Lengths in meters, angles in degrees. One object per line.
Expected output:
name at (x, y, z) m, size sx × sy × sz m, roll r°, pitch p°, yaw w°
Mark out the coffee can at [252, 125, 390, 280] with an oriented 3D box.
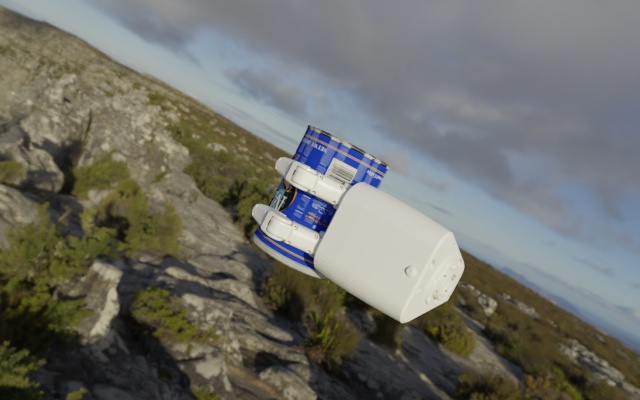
coffee can at (0.000, 0.002, 0.533) m, size 0.103 × 0.140 × 0.103 m, roll 27°, pitch 4°, yaw -2°
